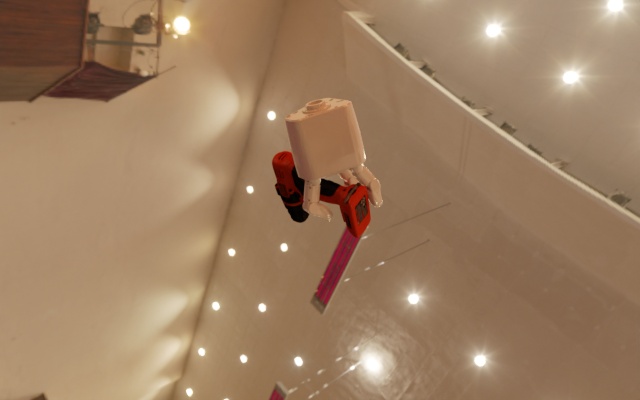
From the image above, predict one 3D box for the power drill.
[{"bbox_3d":[0.001,0.003,0.898,0.187,0.057,0.185,21,-32,27],"label":"power drill"}]
